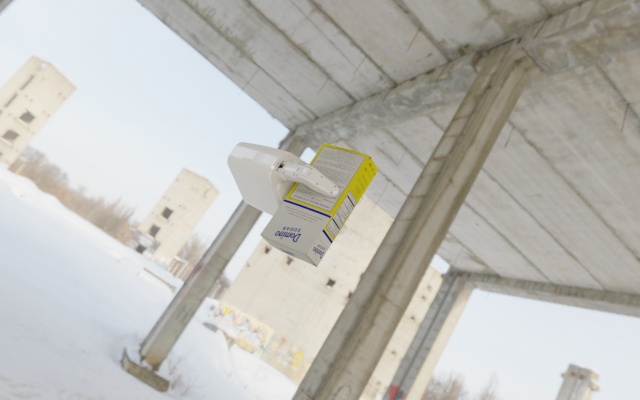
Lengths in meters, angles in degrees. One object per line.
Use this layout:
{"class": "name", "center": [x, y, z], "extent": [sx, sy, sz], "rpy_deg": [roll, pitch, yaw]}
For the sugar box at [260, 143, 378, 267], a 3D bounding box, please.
{"class": "sugar box", "center": [0.000, 0.002, 0.696], "extent": [0.093, 0.176, 0.048], "rpy_deg": [20, -21, 37]}
